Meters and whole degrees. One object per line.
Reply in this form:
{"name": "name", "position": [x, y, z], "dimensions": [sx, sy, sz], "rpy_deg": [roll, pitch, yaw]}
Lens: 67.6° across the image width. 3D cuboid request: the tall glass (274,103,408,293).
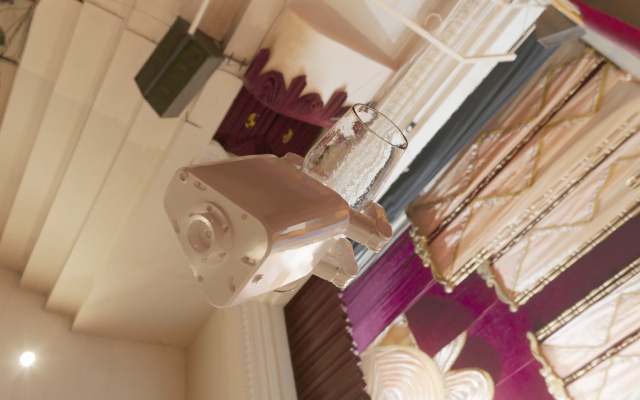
{"name": "tall glass", "position": [0.000, 0.002, 0.474], "dimensions": [0.079, 0.079, 0.201], "rpy_deg": [0, -44, -50]}
